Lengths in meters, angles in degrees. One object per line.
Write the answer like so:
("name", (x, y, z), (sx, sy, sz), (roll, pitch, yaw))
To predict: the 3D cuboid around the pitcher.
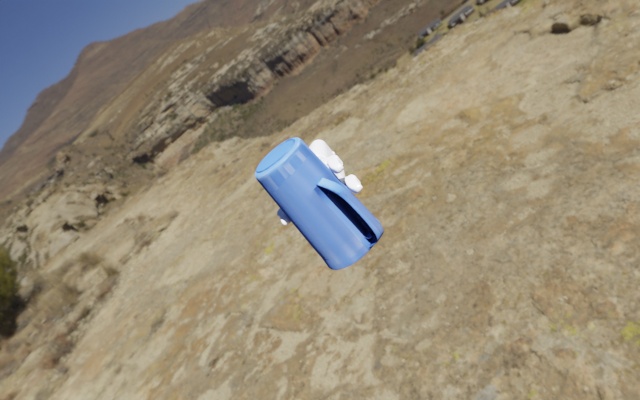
("pitcher", (0.000, 0.003, 0.884), (0.149, 0.243, 0.145), (-35, 21, 17))
